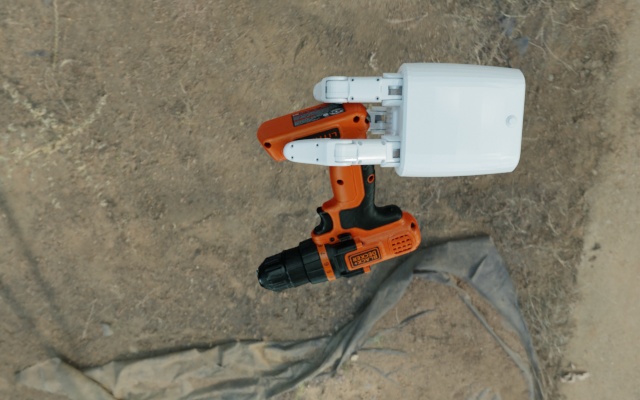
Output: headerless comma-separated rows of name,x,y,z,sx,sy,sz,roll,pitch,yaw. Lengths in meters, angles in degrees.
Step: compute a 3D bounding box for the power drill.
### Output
power drill,0.000,0.001,0.492,0.184,0.188,0.057,-19,31,-1
